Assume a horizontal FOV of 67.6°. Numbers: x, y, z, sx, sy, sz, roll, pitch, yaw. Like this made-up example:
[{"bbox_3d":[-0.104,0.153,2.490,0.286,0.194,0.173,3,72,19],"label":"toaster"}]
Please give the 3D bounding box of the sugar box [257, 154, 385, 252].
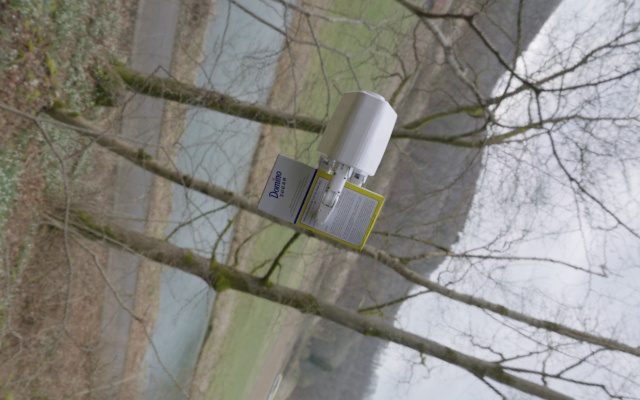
[{"bbox_3d":[0.000,0.002,0.743,0.176,0.093,0.048,24,5,0],"label":"sugar box"}]
